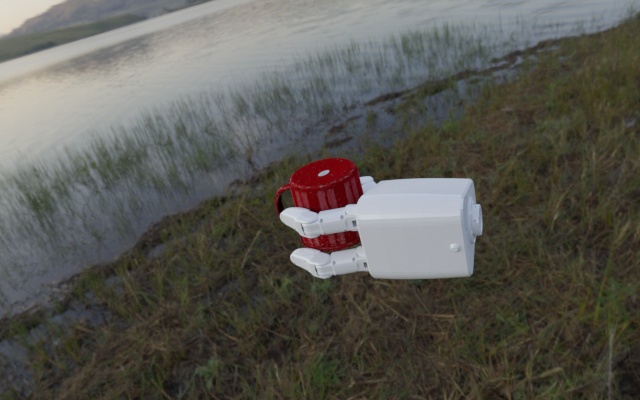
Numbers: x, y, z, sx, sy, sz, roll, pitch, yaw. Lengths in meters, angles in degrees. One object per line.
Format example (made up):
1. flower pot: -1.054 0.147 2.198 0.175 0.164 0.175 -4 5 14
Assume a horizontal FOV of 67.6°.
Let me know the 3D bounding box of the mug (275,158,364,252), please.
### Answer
1. mug: -0.001 0.002 0.572 0.117 0.081 0.093 -3 29 23
